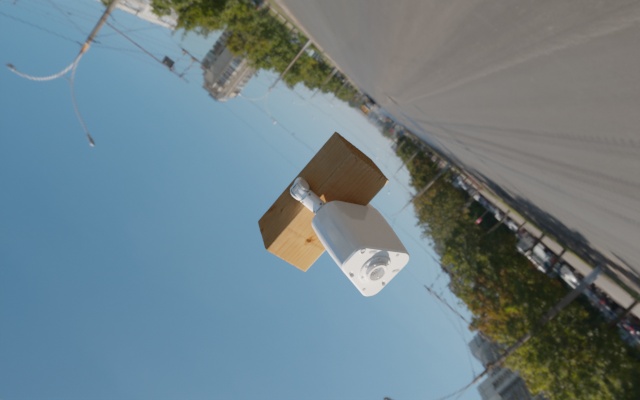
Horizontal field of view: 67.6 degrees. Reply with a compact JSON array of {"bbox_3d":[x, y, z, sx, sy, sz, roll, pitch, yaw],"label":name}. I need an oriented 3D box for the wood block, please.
[{"bbox_3d":[0.000,0.003,0.785,0.091,0.206,0.090,34,15,-29],"label":"wood block"}]
